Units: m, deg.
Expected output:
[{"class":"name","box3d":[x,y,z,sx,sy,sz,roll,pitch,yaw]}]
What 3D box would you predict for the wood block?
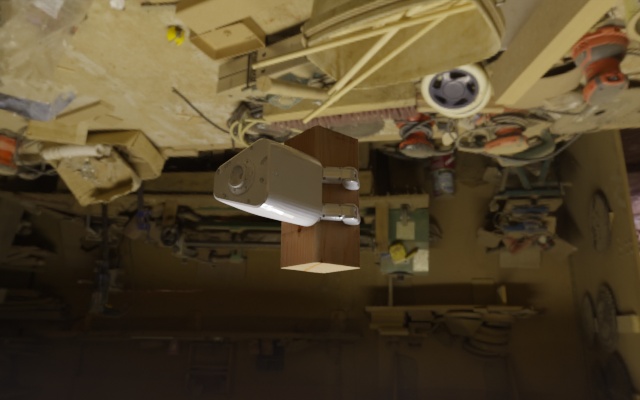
[{"class":"wood block","box3d":[0.000,0.003,0.743,0.090,0.206,0.091,13,-19,-37]}]
